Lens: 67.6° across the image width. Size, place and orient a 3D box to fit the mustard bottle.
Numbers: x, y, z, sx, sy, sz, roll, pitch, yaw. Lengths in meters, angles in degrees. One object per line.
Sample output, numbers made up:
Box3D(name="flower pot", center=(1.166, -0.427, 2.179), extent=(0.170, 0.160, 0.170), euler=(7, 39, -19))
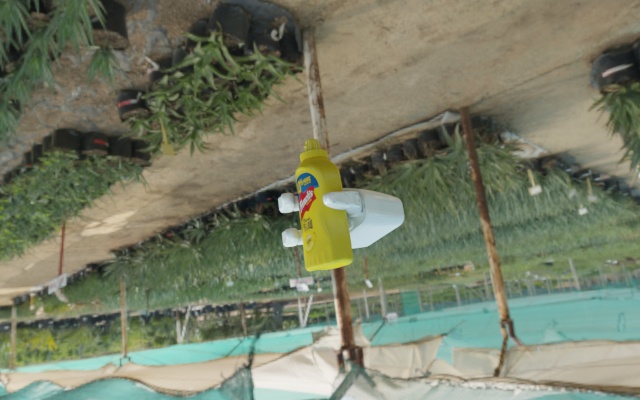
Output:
Box3D(name="mustard bottle", center=(0.000, 0.003, 0.695), extent=(0.058, 0.191, 0.096), euler=(-2, -14, -23))
